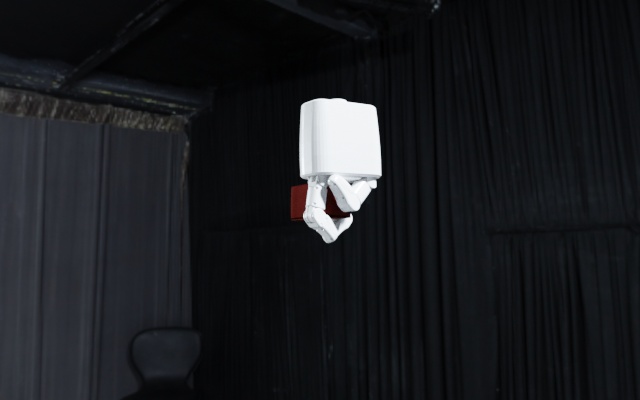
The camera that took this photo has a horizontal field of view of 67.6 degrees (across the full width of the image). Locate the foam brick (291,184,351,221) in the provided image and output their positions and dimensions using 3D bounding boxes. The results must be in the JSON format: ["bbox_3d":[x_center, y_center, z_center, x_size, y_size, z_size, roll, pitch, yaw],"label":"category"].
[{"bbox_3d":[0.000,0.002,0.706,0.053,0.051,0.078,3,-7,-44],"label":"foam brick"}]
